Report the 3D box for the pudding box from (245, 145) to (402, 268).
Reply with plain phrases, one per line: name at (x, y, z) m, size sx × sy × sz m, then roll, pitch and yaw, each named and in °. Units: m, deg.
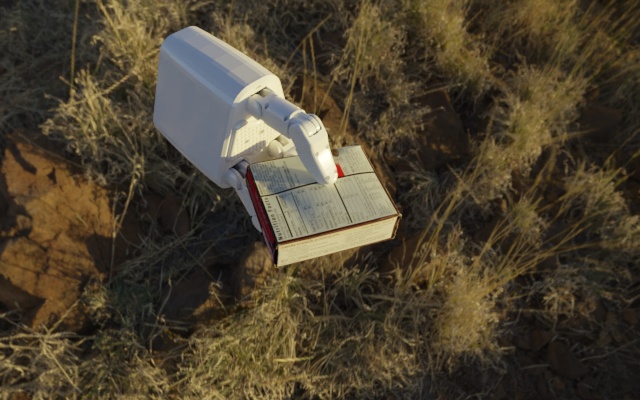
pudding box at (0.000, 0.001, 0.416) m, size 0.113 × 0.090 × 0.039 m, roll -13°, pitch -35°, yaw -16°
